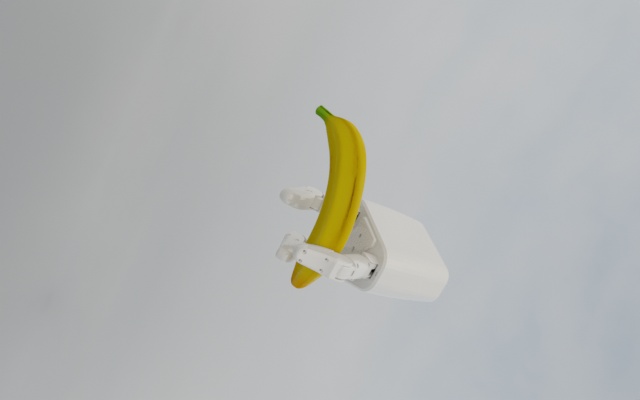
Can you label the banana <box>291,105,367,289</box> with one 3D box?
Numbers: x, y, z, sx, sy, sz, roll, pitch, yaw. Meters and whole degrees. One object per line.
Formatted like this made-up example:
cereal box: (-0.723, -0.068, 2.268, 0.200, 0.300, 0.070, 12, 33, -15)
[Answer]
banana: (0.012, 0.000, 0.495, 0.037, 0.198, 0.069, 11, -3, -39)
